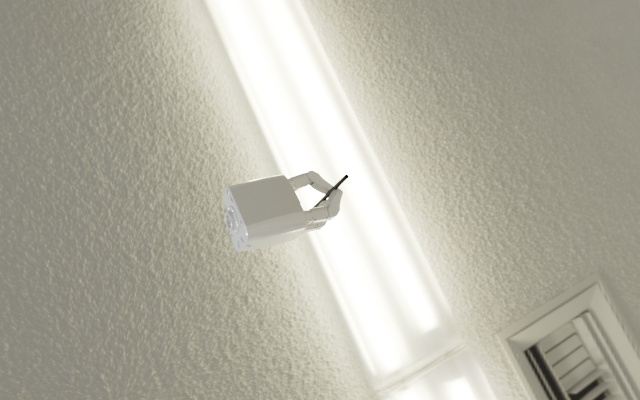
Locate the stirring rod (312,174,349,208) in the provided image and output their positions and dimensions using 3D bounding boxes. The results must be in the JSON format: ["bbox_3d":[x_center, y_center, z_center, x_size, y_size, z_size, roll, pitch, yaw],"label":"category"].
[{"bbox_3d":[0.000,0.003,0.897,0.011,0.011,0.240,0,-21,-23],"label":"stirring rod"}]
